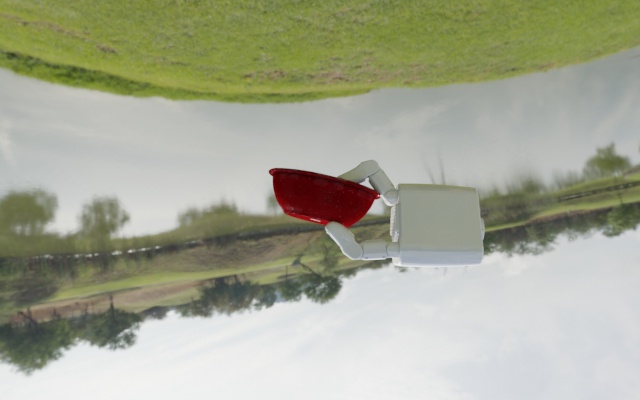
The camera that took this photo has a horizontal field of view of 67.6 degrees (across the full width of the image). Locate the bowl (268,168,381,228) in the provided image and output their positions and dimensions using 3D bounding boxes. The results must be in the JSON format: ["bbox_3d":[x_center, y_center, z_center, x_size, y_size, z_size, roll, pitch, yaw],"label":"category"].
[{"bbox_3d":[-0.001,0.002,0.667,0.162,0.055,0.162,13,-6,1],"label":"bowl"}]
